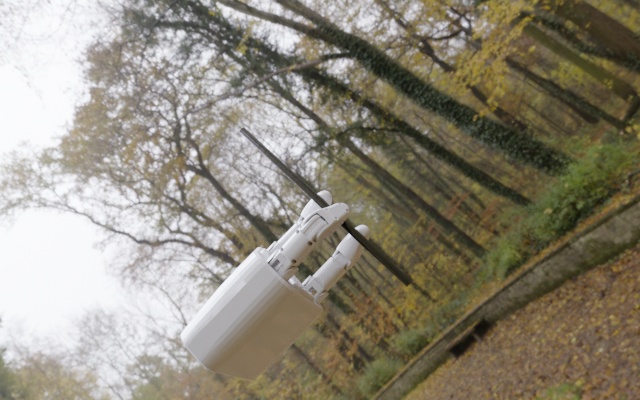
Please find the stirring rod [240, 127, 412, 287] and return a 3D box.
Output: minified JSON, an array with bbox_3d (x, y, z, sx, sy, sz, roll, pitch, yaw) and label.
[{"bbox_3d":[0.000,0.002,0.489,0.239,0.011,0.011,43,14,15],"label":"stirring rod"}]
